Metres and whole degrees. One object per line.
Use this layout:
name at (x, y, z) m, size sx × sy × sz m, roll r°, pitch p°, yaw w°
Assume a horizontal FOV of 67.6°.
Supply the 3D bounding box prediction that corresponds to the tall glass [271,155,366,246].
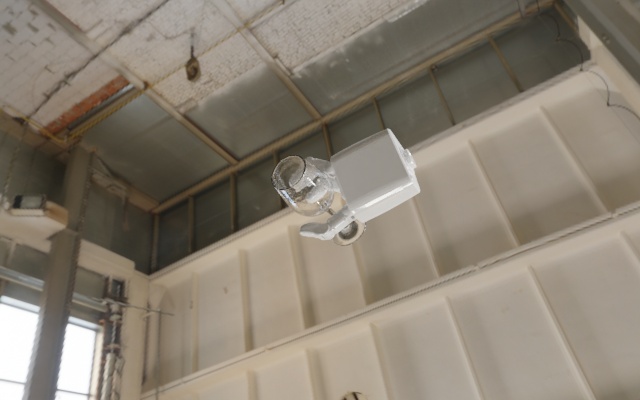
tall glass at (0.000, 0.003, 0.790) m, size 0.079 × 0.079 × 0.201 m, roll 0°, pitch -27°, yaw 34°
